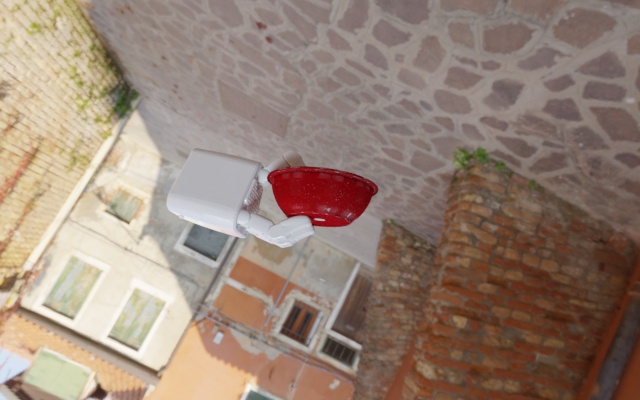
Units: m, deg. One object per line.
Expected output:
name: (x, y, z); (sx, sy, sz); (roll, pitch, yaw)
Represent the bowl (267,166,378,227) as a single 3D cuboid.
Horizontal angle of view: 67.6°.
bowl: (0.001, 0.003, 0.681); (0.162, 0.055, 0.162); (6, -14, 1)
